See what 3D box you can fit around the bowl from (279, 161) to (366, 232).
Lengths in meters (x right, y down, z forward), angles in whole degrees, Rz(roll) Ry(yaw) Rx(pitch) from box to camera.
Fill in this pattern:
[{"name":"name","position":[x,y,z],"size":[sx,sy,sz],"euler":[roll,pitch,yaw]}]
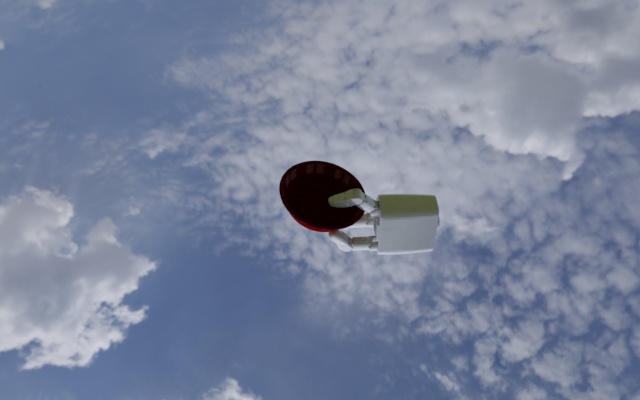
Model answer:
[{"name":"bowl","position":[-0.001,0.003,0.874],"size":[0.162,0.162,0.055],"euler":[0,-39,-17]}]
